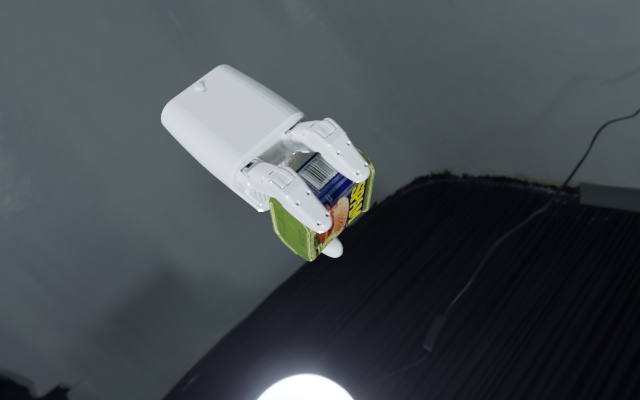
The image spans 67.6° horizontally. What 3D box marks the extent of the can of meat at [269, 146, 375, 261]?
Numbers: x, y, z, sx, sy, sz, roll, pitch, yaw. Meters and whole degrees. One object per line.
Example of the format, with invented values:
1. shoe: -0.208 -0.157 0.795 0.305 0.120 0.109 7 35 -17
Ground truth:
1. can of meat: 0.000 0.002 0.450 0.057 0.084 0.102 39 -21 19
